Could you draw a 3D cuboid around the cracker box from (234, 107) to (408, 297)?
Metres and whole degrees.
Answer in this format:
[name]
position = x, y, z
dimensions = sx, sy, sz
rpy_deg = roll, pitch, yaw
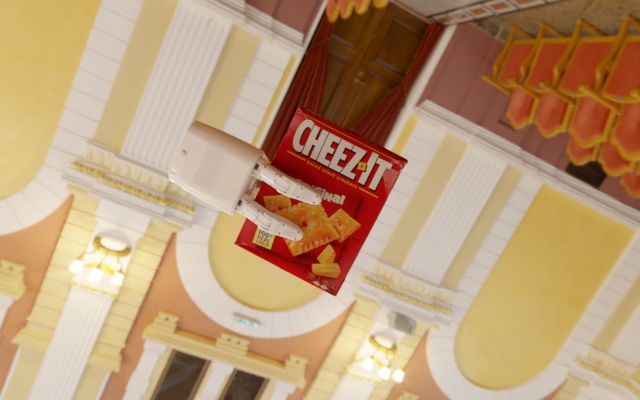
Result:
[cracker box]
position = 0.000, 0.002, 0.668
dimensions = 0.164, 0.214, 0.072
rpy_deg = 28, 11, 6
